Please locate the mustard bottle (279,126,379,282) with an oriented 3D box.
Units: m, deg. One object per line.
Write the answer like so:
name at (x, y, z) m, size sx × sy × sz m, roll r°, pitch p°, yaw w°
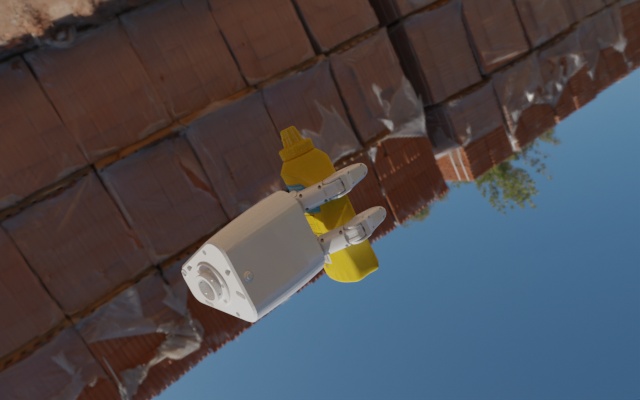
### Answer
mustard bottle at (0.000, 0.002, 0.574) m, size 0.058 × 0.192 × 0.096 m, roll -29°, pitch 12°, yaw -17°
